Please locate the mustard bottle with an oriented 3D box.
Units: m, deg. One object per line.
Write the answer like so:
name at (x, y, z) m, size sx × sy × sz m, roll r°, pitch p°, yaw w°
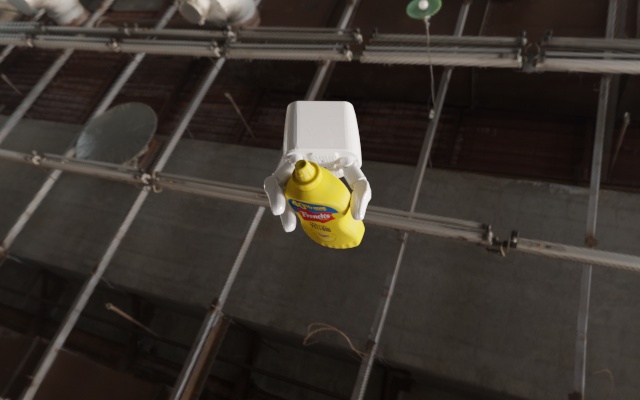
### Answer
mustard bottle at (0.000, 0.003, 0.695) m, size 0.096 × 0.058 × 0.192 m, roll 12°, pitch -27°, yaw 24°
